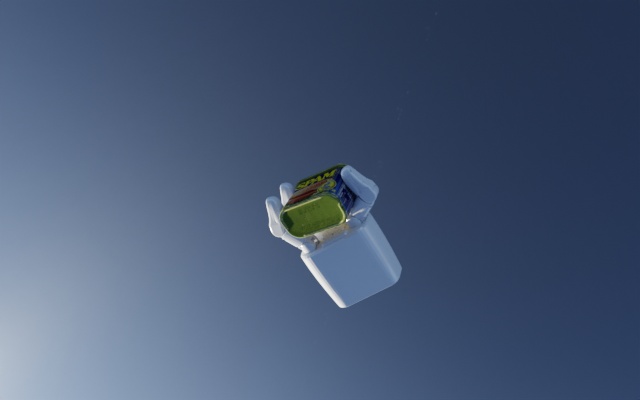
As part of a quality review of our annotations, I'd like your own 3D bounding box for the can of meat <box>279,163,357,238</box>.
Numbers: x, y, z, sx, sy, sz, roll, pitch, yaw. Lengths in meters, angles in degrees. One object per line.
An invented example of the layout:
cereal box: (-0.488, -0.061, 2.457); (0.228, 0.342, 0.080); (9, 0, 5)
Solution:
can of meat: (0.000, 0.002, 0.672); (0.102, 0.057, 0.084); (-21, 22, 29)
